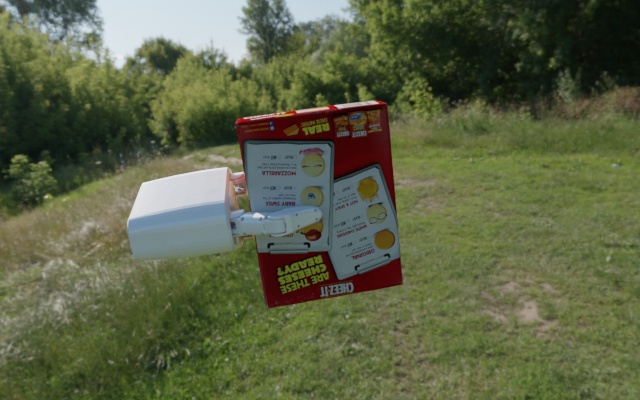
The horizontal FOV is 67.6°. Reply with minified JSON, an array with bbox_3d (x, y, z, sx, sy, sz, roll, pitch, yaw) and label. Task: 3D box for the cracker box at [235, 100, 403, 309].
[{"bbox_3d":[0.000,0.002,0.553,0.164,0.214,0.072,-9,15,-5],"label":"cracker box"}]
